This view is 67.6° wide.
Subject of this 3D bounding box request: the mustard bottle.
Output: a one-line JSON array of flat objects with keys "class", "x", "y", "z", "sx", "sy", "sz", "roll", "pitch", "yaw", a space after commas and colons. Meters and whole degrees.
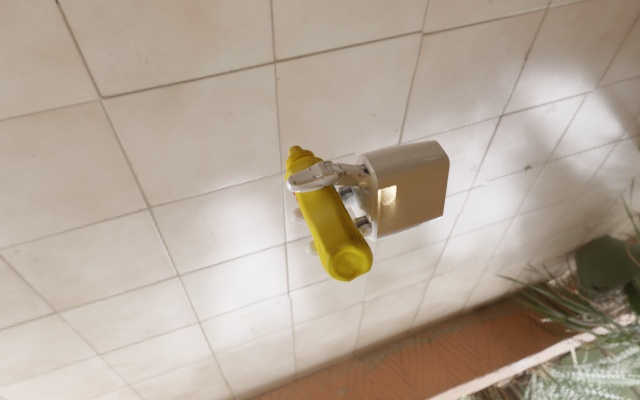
[{"class": "mustard bottle", "x": 0.000, "y": 0.002, "z": 0.593, "sx": 0.058, "sy": 0.191, "sz": 0.096, "roll": -29, "pitch": -34, "yaw": 5}]
